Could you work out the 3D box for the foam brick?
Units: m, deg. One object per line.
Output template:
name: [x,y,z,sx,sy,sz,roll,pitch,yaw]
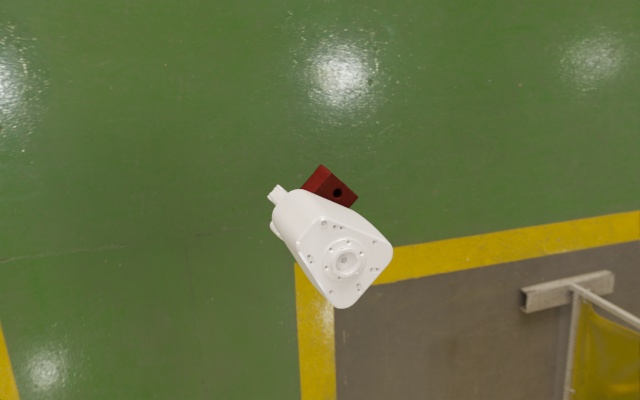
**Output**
foam brick: [0.000,0.002,0.622,0.053,0.078,0.051,41,-1,-23]
